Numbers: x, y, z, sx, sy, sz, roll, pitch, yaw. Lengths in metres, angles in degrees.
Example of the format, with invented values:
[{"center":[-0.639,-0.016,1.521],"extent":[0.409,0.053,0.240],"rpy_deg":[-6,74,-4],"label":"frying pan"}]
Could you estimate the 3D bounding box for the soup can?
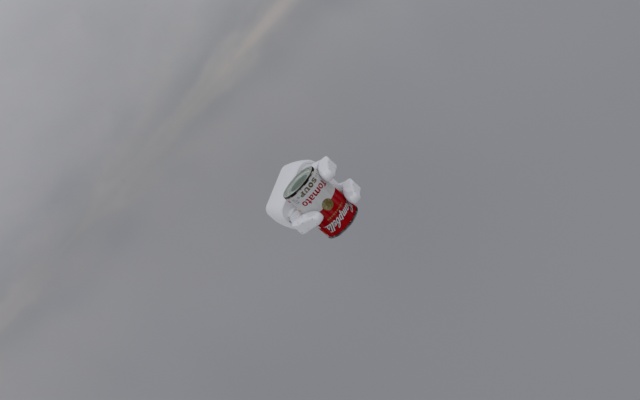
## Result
[{"center":[0.000,0.002,0.752],"extent":[0.102,0.068,0.068],"rpy_deg":[42,-16,-18],"label":"soup can"}]
